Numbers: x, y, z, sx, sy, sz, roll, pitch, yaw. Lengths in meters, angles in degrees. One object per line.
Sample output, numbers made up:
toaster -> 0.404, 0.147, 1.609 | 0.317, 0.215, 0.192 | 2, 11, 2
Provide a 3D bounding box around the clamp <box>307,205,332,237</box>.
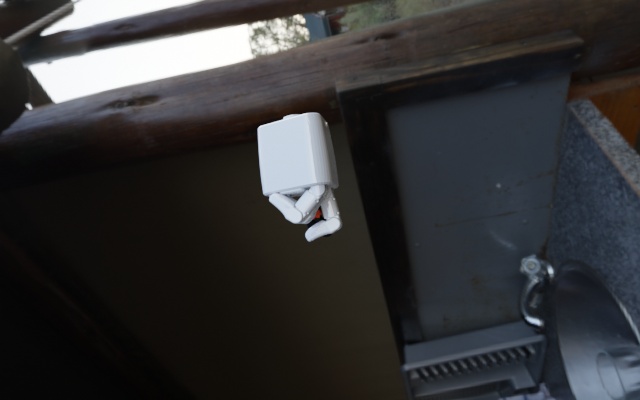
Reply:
clamp -> -0.001, 0.003, 0.815 | 0.039, 0.120, 0.171 | -5, -4, 7
